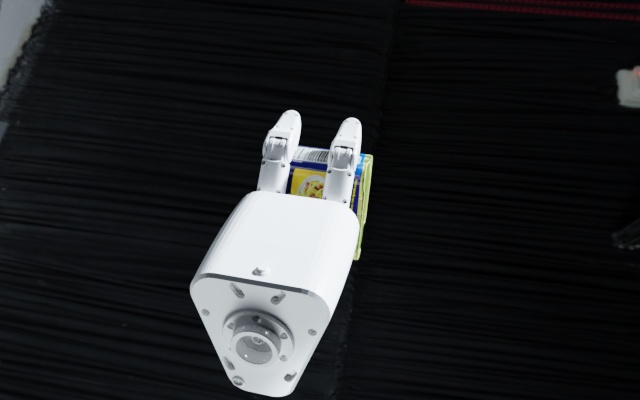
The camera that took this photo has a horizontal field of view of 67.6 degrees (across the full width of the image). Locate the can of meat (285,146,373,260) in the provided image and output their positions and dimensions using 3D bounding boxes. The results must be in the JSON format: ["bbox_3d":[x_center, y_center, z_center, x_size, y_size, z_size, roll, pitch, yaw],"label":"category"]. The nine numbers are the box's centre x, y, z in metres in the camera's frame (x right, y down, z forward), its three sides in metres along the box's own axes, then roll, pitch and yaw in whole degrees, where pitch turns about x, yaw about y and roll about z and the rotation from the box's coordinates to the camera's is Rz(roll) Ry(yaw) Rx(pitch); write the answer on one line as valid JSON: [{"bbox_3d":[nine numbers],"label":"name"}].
[{"bbox_3d":[0.000,0.002,0.440,0.084,0.102,0.057,8,26,9],"label":"can of meat"}]
